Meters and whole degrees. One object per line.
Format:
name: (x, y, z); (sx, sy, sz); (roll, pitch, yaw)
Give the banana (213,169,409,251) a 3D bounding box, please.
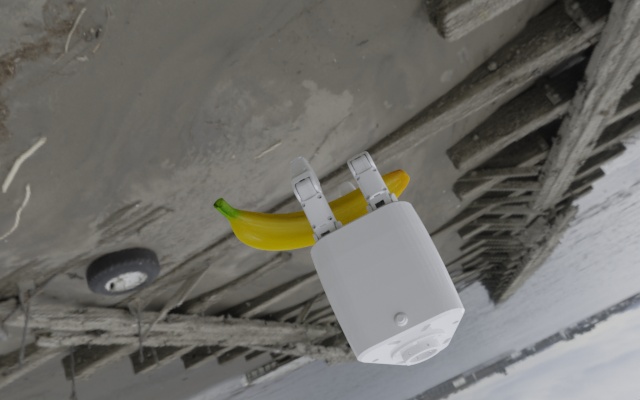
banana: (-0.003, 0.015, 0.488); (0.198, 0.037, 0.070); (-11, -43, -11)
